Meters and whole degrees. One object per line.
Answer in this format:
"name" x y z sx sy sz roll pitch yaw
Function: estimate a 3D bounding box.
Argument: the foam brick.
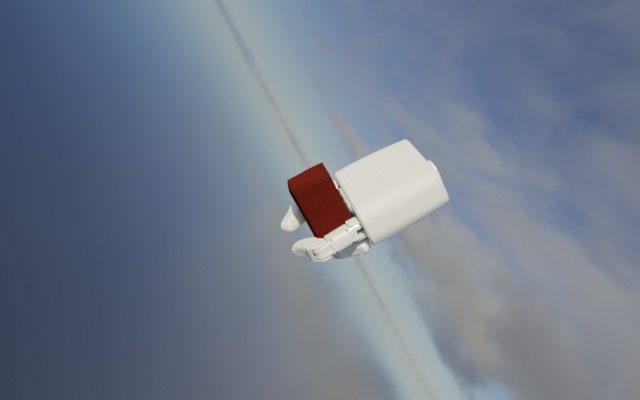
"foam brick" 0.000 0.002 0.583 0.051 0.078 0.053 -28 21 2
